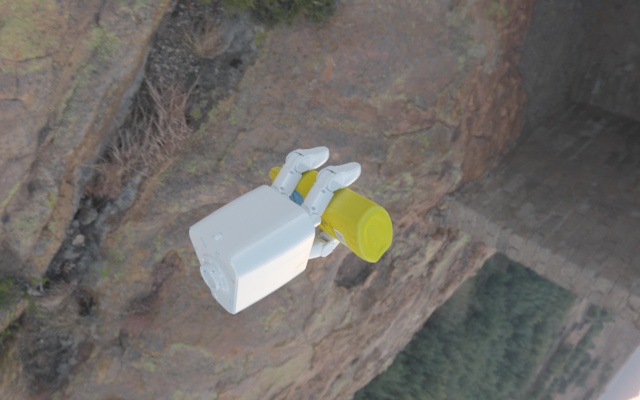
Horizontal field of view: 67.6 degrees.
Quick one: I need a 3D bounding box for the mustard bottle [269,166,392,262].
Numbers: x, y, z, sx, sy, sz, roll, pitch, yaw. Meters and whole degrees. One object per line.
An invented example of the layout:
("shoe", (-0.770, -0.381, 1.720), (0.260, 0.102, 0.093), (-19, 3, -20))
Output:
("mustard bottle", (0.001, 0.002, 0.610), (0.191, 0.058, 0.096), (31, -17, 36))
